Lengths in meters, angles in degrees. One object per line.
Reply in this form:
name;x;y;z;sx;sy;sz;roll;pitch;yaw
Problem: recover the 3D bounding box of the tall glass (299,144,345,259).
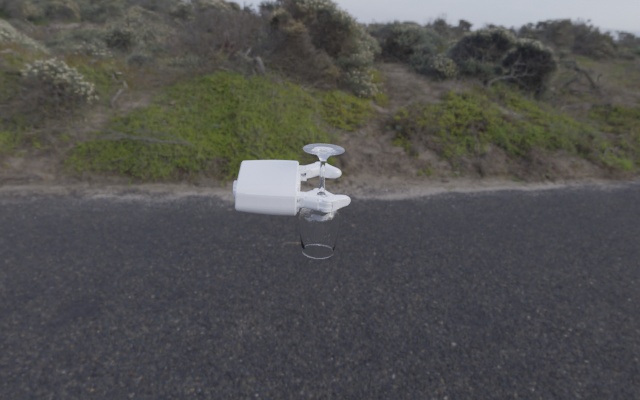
tall glass;0.000;0.002;0.870;0.079;0.201;0.079;3;20;-1
